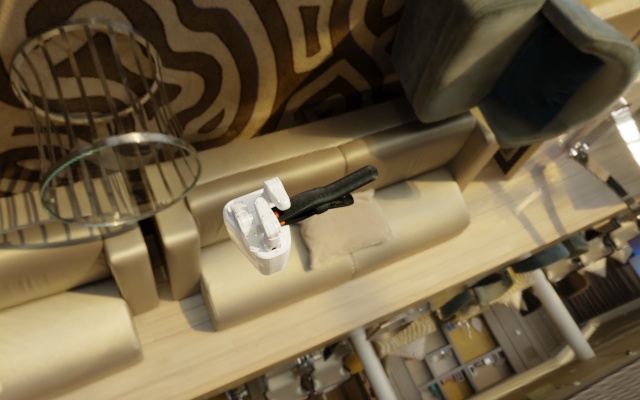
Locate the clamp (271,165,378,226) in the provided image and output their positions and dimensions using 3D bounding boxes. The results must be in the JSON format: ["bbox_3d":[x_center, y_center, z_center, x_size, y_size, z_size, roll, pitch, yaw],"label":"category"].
[{"bbox_3d":[0.000,0.003,0.730,0.171,0.039,0.120,-20,-21,-14],"label":"clamp"}]
